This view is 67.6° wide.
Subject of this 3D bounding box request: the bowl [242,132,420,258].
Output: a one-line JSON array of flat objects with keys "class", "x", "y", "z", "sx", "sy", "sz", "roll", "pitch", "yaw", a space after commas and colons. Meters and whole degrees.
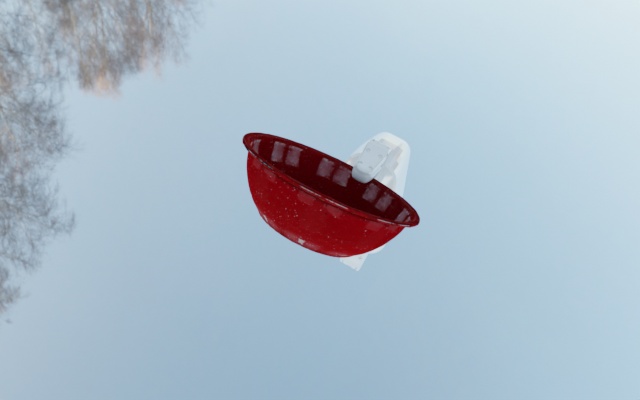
[{"class": "bowl", "x": -0.001, "y": 0.002, "z": 0.405, "sx": 0.162, "sy": 0.055, "sz": 0.162, "roll": 24, "pitch": 15, "yaw": -7}]
